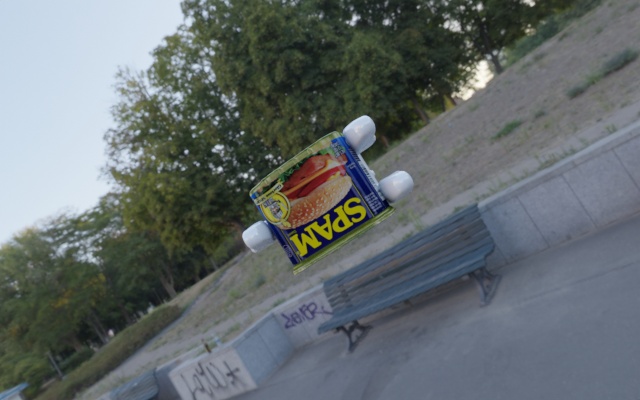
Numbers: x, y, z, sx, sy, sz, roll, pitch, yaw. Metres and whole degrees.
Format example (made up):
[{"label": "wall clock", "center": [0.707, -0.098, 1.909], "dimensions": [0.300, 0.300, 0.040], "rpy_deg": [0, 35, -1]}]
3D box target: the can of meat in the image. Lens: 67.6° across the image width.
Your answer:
[{"label": "can of meat", "center": [0.000, 0.001, 0.416], "dimensions": [0.102, 0.084, 0.057], "rpy_deg": [-33, -4, 15]}]
